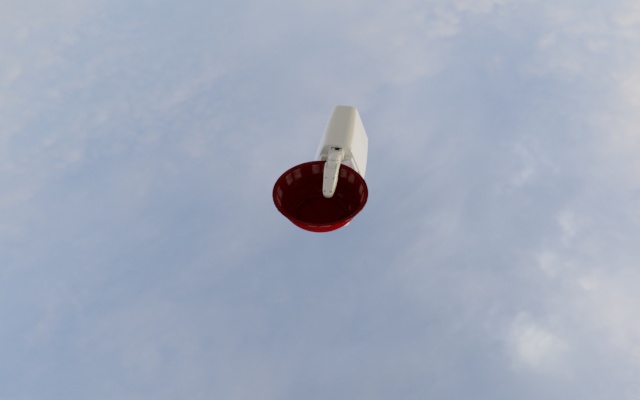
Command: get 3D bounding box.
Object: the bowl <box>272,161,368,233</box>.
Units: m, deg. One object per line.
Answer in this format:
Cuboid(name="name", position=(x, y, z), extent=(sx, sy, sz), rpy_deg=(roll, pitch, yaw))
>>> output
Cuboid(name="bowl", position=(0.000, 0.004, 0.818), extent=(0.162, 0.055, 0.162), rpy_deg=(-1, 44, 1))
